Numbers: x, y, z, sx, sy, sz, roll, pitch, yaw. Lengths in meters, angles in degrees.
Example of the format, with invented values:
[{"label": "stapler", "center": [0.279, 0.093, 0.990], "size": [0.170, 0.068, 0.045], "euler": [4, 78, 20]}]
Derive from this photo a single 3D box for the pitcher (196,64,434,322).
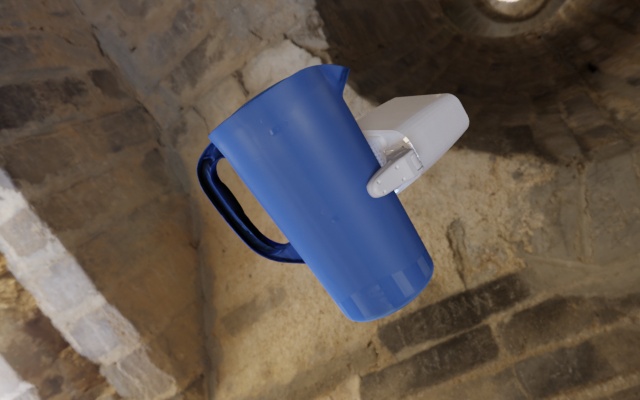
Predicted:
[{"label": "pitcher", "center": [0.000, 0.001, 0.481], "size": [0.145, 0.243, 0.149], "euler": [-38, 11, -31]}]
